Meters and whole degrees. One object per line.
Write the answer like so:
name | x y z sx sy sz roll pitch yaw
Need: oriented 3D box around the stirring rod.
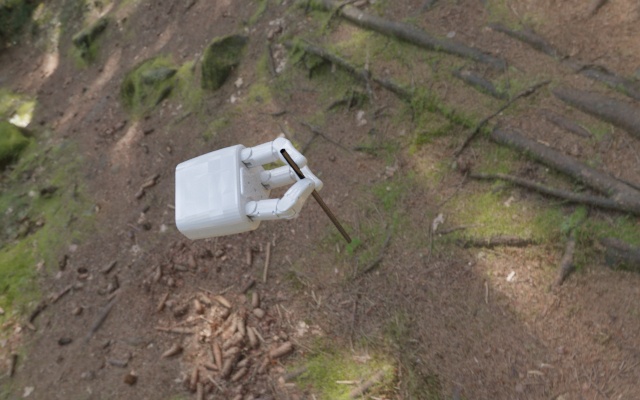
stirring rod | 0.000 0.002 0.671 0.011 0.011 0.240 0 -31 27
